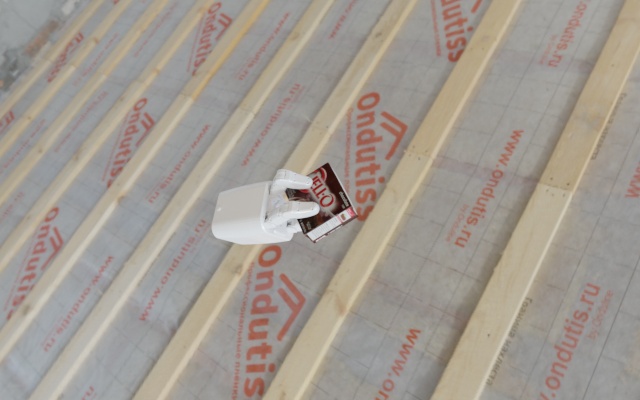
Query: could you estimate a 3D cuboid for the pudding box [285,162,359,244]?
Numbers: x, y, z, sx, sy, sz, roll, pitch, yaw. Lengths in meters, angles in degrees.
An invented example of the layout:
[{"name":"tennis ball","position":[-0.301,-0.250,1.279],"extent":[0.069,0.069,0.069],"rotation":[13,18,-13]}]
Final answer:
[{"name":"pudding box","position":[0.000,0.003,0.785],"extent":[0.090,0.113,0.039],"rotation":[-33,-39,7]}]
